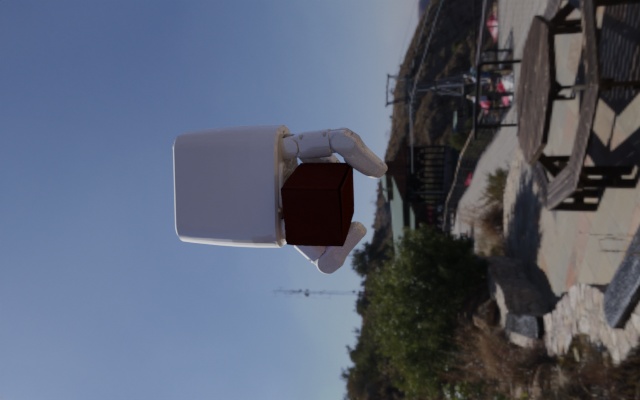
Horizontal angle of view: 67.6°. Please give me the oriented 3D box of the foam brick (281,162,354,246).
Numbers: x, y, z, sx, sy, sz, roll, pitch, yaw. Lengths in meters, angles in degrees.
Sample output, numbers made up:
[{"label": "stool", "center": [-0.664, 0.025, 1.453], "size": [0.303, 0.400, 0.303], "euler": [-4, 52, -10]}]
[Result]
[{"label": "foam brick", "center": [0.000, 0.001, 0.426], "size": [0.051, 0.053, 0.078], "euler": [1, 21, 11]}]
